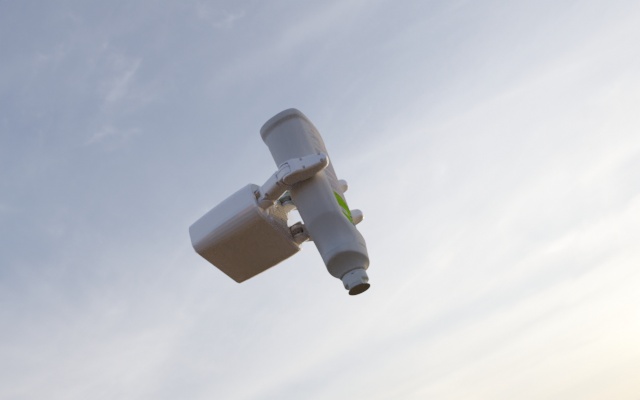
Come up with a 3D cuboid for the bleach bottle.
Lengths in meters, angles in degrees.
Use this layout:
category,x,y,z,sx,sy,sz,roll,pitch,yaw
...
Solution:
category,x,y,z,sx,sy,sz,roll,pitch,yaw
bleach bottle,0.000,0.002,0.608,0.068,0.250,0.103,-32,-34,14
